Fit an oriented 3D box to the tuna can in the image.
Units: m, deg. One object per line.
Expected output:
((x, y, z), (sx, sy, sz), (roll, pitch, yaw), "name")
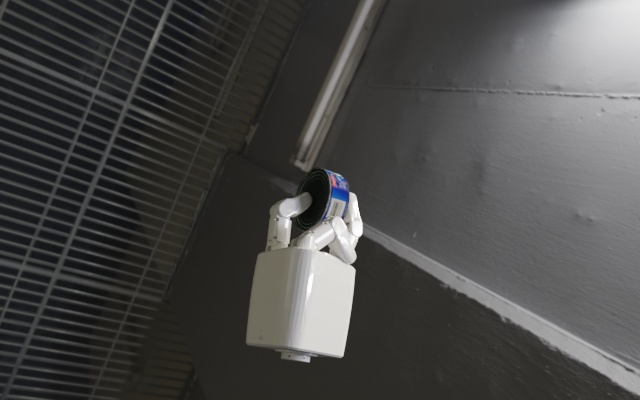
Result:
((0.001, 0.002, 0.624), (0.034, 0.086, 0.086), (16, -9, -31), "tuna can")
